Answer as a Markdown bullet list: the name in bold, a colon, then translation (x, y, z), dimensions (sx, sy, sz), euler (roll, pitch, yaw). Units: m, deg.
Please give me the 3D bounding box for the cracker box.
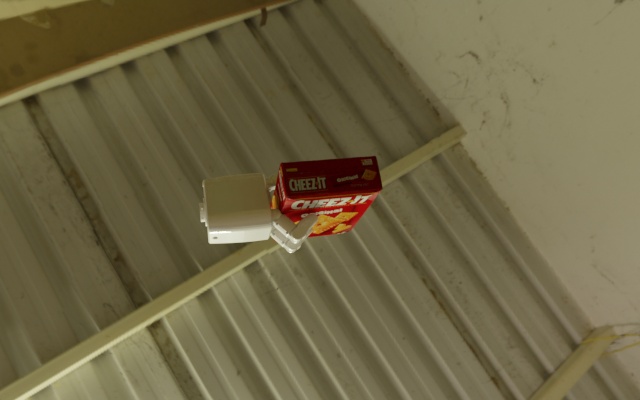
- **cracker box**: translation (0.000, 0.003, 0.859), dimensions (0.164, 0.072, 0.214), euler (-6, -21, -14)
